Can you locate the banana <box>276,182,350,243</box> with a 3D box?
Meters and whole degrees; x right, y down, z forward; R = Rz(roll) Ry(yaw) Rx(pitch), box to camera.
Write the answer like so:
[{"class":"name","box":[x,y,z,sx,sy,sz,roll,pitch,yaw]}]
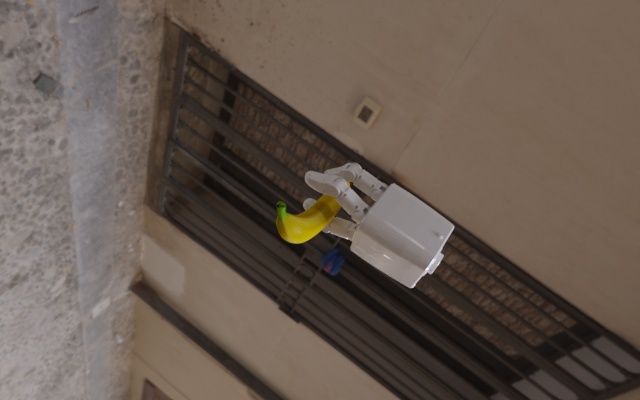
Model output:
[{"class":"banana","box":[-0.009,0.018,0.667,0.037,0.070,0.197,32,24,16]}]
